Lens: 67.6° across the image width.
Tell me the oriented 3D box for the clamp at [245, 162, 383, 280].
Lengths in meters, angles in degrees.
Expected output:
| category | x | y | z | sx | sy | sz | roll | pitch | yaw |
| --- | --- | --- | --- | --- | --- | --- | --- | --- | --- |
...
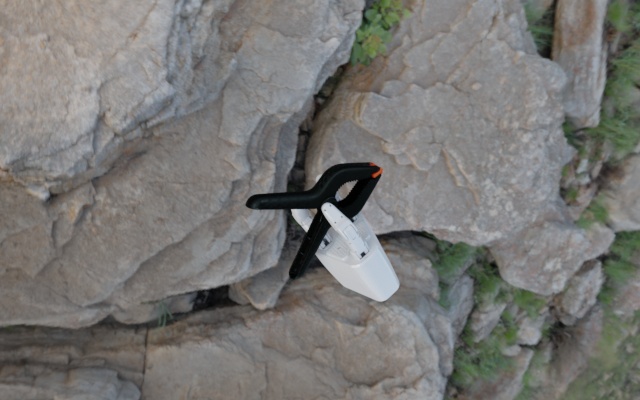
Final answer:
| category | x | y | z | sx | sy | sz | roll | pitch | yaw |
| --- | --- | --- | --- | --- | --- | --- | --- | --- | --- |
| clamp | 0.001 | 0.002 | 0.698 | 0.036 | 0.210 | 0.165 | 39 | -13 | 50 |
